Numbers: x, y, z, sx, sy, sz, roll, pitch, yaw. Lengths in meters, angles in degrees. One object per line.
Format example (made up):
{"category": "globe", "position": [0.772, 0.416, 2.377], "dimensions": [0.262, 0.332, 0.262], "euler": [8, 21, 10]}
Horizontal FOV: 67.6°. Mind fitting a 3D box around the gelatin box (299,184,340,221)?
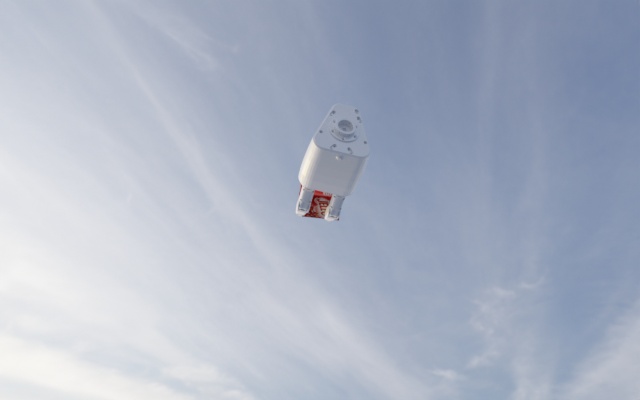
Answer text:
{"category": "gelatin box", "position": [0.000, 0.003, 0.887], "dimensions": [0.073, 0.030, 0.089], "euler": [6, -29, 5]}
